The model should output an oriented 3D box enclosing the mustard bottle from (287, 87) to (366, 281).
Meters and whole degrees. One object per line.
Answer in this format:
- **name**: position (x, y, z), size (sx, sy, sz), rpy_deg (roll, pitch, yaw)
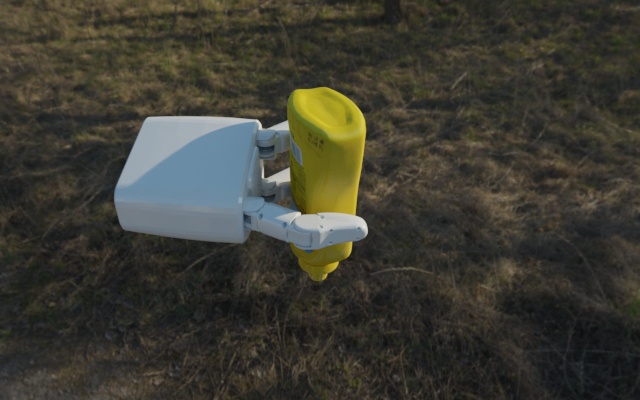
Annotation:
- **mustard bottle**: position (0.000, 0.001, 0.443), size (0.058, 0.192, 0.096), rpy_deg (-11, 38, -18)
